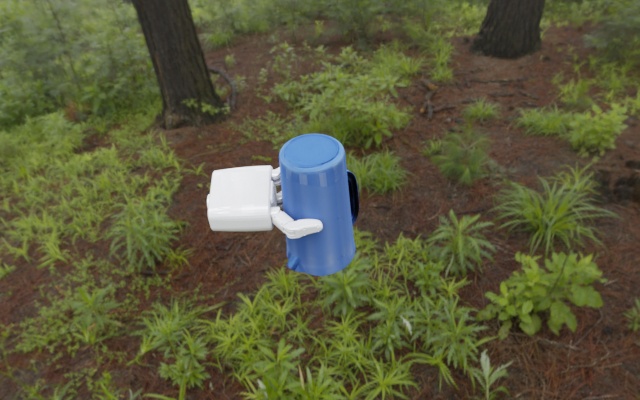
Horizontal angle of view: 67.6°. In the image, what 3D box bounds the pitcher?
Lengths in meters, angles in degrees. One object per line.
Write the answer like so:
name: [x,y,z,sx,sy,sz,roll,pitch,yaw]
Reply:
pitcher: [0.000,0.003,0.853,0.145,0.243,0.149,-3,41,2]
